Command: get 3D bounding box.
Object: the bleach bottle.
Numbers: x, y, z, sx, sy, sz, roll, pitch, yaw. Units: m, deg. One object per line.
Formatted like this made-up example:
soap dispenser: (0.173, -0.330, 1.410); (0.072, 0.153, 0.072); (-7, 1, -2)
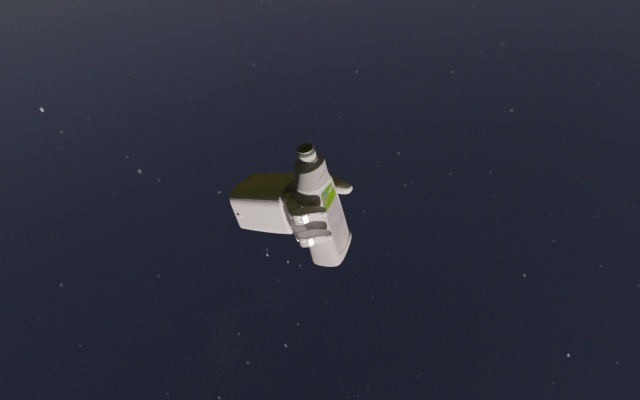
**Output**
bleach bottle: (0.000, 0.003, 0.869); (0.068, 0.251, 0.102); (3, 42, 19)
